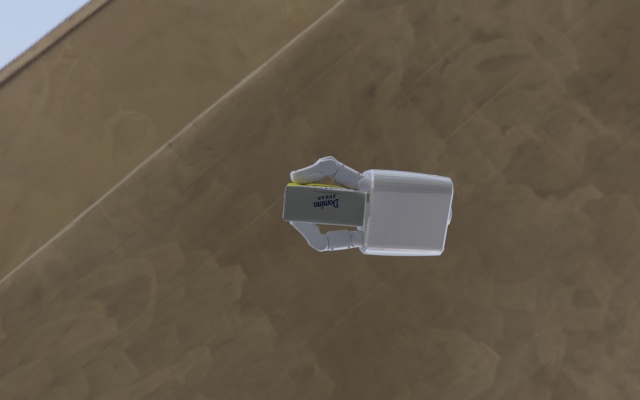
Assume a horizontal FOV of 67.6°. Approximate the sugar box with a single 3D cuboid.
[{"bbox_3d":[0.000,0.001,0.614,0.093,0.048,0.176,5,0,-4],"label":"sugar box"}]
